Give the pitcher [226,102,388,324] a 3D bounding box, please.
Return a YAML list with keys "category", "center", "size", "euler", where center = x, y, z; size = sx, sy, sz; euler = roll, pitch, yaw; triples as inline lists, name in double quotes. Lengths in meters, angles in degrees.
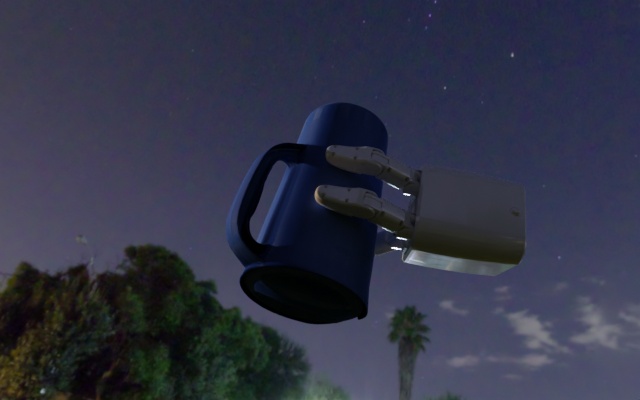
- category: "pitcher"
  center: [0.000, 0.002, 0.535]
  size: [0.145, 0.242, 0.149]
  euler: [9, -34, 9]
